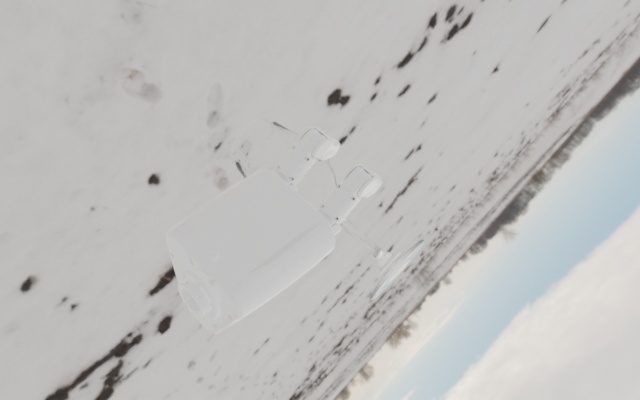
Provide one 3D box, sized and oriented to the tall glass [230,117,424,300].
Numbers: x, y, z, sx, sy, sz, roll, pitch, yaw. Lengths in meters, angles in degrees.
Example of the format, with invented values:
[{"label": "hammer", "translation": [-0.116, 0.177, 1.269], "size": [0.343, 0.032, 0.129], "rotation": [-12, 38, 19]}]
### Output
[{"label": "tall glass", "translation": [0.001, 0.002, 0.469], "size": [0.201, 0.079, 0.079], "rotation": [42, 14, 17]}]
